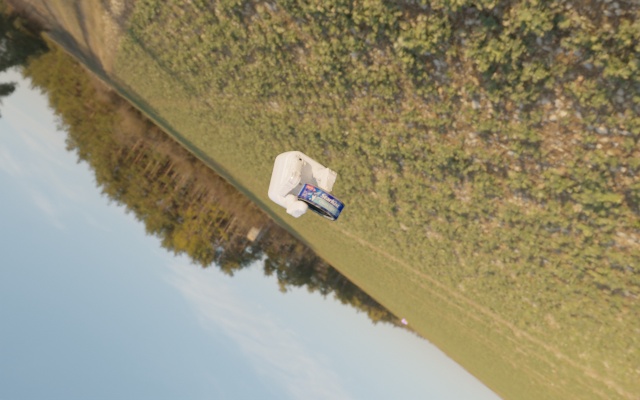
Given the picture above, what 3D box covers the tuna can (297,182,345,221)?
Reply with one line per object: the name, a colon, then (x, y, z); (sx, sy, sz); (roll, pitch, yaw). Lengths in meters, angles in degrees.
tuna can: (0.000, 0.003, 0.878); (0.086, 0.033, 0.086); (30, -9, 5)
